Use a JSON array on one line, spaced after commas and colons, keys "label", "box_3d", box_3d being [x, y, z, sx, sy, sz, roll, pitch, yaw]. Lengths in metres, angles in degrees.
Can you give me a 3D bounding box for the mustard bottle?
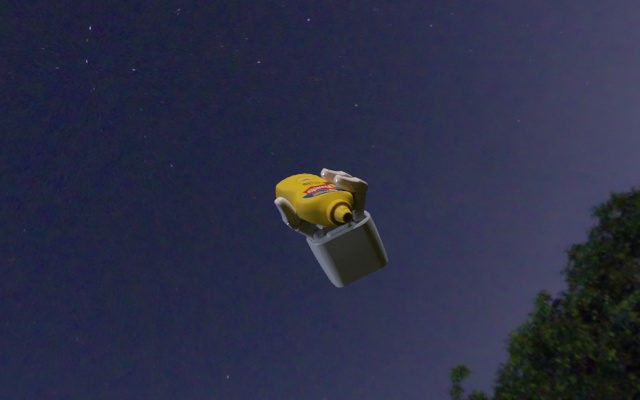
[{"label": "mustard bottle", "box_3d": [0.000, 0.002, 0.801, 0.096, 0.058, 0.191, -8, 18, -24]}]
